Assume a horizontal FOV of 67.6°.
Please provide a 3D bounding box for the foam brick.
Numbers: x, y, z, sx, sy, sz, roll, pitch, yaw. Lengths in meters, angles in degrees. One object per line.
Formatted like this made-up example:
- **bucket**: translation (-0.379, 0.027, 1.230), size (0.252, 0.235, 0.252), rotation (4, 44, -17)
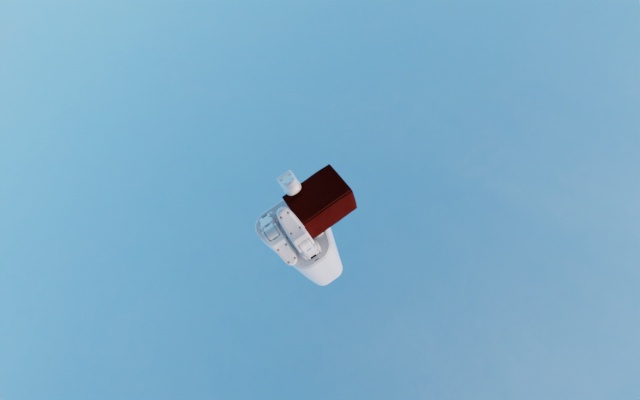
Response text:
- **foam brick**: translation (0.000, 0.002, 0.619), size (0.078, 0.053, 0.051), rotation (-35, -30, -3)
